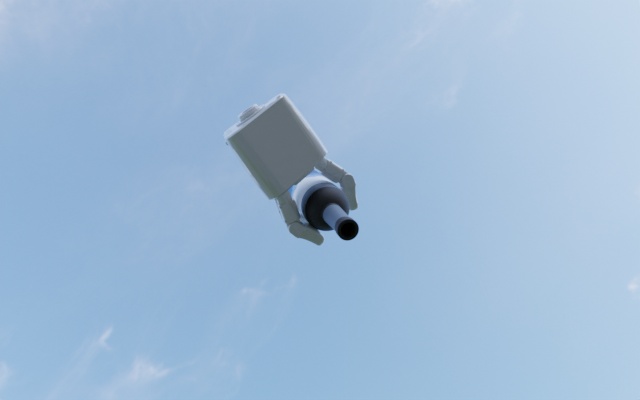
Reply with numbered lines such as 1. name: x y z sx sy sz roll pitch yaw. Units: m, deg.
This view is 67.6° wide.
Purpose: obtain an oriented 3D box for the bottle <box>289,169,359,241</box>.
1. bottle: 0.000 0.002 0.713 0.069 0.069 0.295 0 13 -14
